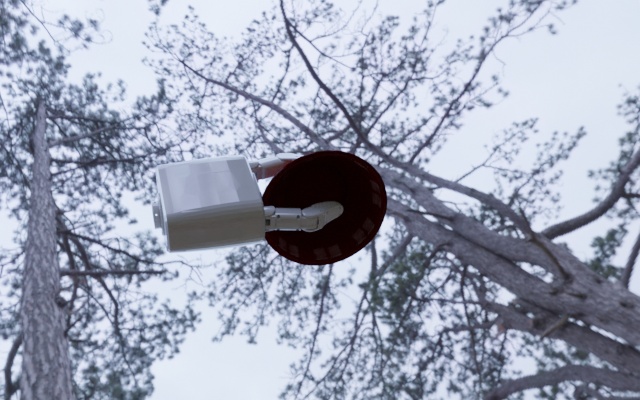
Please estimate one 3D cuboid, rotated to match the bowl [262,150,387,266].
[{"bbox_3d":[0.001,0.002,0.607,0.162,0.162,0.055,0,28,-13],"label":"bowl"}]
